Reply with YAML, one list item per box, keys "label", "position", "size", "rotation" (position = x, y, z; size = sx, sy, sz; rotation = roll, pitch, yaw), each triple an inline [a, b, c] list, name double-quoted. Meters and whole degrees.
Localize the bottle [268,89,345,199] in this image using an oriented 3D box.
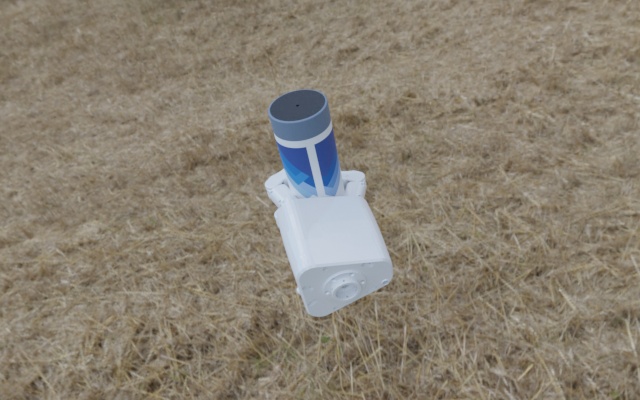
- label: "bottle"
  position: [0.000, 0.002, 0.619]
  size: [0.069, 0.296, 0.069]
  rotation: [-7, 43, 7]
